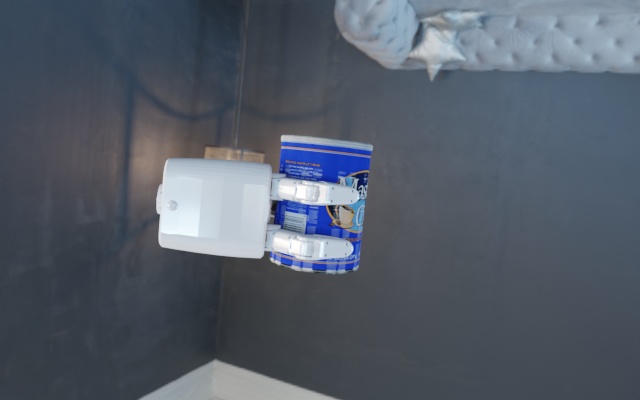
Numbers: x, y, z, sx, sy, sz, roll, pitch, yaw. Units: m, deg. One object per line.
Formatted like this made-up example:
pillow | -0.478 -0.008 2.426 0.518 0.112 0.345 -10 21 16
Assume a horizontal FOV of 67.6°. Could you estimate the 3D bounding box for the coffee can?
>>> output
coffee can | 0.000 0.002 0.539 0.103 0.140 0.103 6 5 -1
